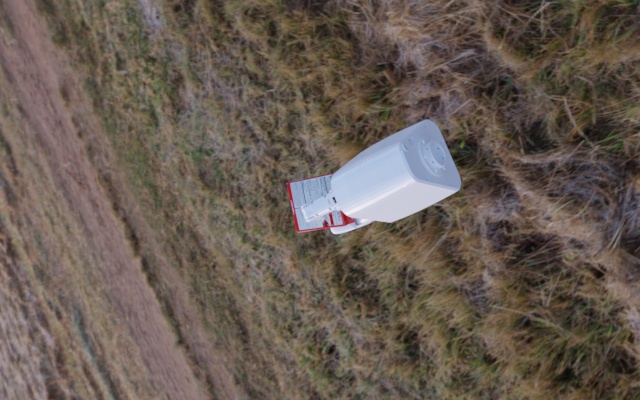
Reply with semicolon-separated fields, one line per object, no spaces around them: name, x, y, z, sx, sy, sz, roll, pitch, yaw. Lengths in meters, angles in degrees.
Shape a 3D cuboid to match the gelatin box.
gelatin box;0.000;0.002;0.662;0.089;0.073;0.030;-10;3;37
